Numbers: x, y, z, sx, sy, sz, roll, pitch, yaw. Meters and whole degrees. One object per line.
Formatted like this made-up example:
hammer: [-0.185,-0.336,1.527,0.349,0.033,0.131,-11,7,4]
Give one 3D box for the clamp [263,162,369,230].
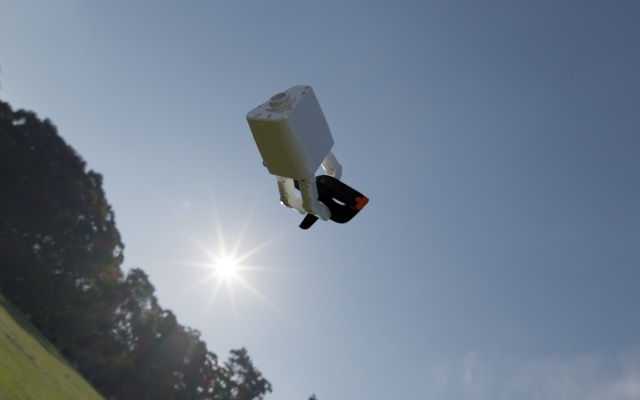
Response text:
clamp: [0.001,0.002,0.822,0.210,0.165,0.036,14,50,43]
